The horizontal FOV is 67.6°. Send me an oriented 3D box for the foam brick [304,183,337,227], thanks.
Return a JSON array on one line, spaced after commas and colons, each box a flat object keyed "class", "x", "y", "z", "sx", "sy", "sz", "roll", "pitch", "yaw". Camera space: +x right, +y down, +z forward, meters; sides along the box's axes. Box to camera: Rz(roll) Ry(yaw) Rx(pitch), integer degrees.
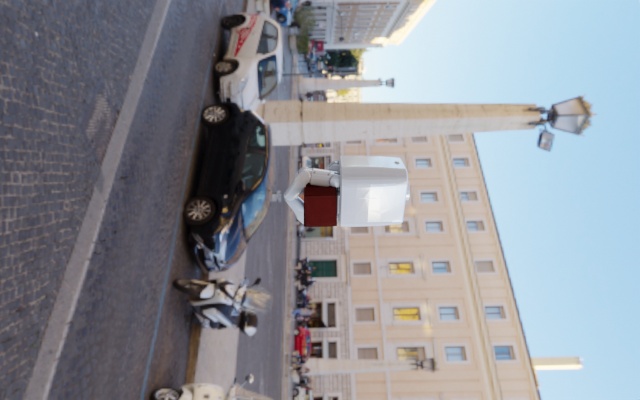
[{"class": "foam brick", "x": 0.000, "y": 0.003, "z": 0.753, "sx": 0.051, "sy": 0.053, "sz": 0.078, "roll": 0, "pitch": 22, "yaw": 0}]
